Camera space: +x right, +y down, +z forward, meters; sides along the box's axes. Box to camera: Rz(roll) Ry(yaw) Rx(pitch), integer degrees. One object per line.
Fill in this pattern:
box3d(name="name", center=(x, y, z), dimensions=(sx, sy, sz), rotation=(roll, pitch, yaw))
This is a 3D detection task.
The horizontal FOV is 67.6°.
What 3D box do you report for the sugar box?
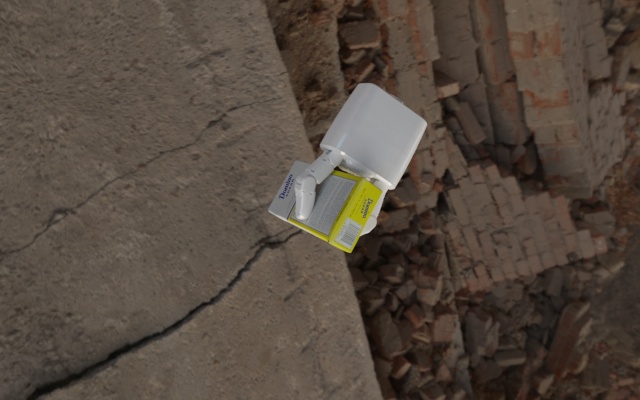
box3d(name="sugar box", center=(0.001, 0.002, 0.670), dimensions=(0.048, 0.093, 0.176), rotation=(32, -6, -31))
